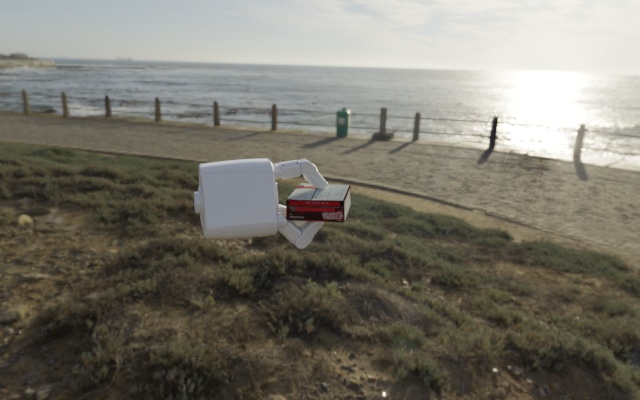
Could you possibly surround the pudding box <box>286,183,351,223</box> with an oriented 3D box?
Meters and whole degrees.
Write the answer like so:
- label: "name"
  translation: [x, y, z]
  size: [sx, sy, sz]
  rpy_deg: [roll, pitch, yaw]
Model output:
- label: "pudding box"
  translation: [0.000, 0.002, 0.758]
  size: [0.090, 0.039, 0.113]
  rpy_deg: [3, 17, 9]
